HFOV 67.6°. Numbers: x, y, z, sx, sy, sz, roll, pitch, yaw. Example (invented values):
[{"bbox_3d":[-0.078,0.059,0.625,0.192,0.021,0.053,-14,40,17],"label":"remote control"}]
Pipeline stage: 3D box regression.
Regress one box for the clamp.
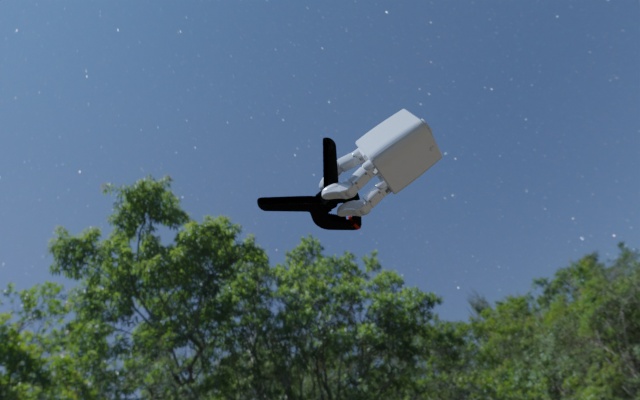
[{"bbox_3d":[0.000,0.002,0.839,0.164,0.036,0.210,-36,-46,6],"label":"clamp"}]
